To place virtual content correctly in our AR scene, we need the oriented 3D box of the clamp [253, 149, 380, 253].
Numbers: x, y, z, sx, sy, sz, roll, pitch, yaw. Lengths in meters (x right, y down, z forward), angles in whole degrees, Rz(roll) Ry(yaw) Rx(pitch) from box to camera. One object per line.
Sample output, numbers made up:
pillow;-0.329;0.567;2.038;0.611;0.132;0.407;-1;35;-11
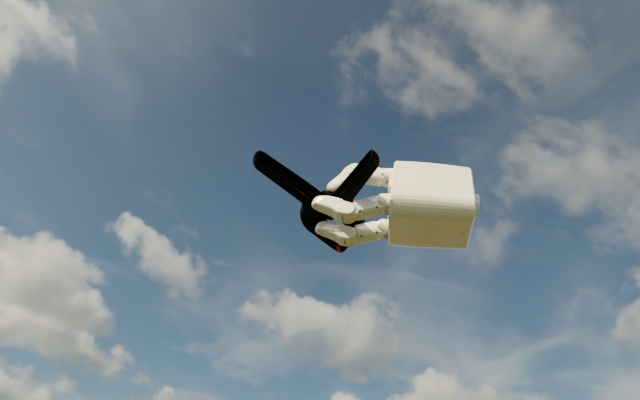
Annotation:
clamp;0.001;0.002;0.666;0.164;0.036;0.210;7;-38;12
